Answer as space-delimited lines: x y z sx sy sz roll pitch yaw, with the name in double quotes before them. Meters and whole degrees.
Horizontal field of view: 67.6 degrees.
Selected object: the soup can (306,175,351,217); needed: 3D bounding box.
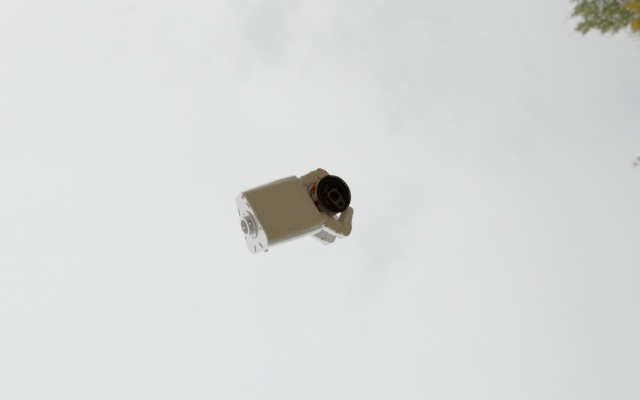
"soup can" 0.000 0.003 0.849 0.068 0.068 0.102 0 -16 -29
